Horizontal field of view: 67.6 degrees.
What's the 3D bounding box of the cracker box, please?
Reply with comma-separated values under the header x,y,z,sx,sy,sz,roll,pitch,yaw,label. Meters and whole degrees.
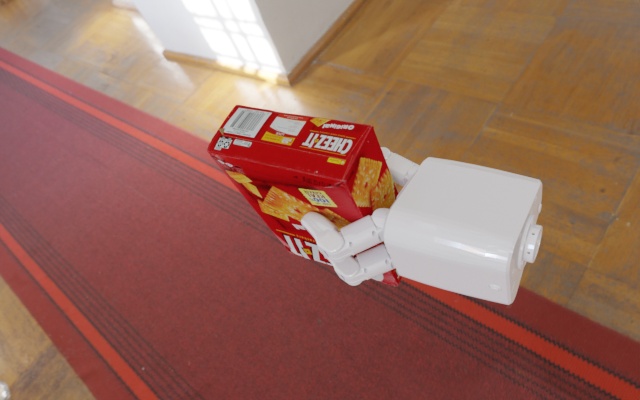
x,y,z,sx,sy,sz,roll,pitch,yaw,label
0.000,0.001,0.516,0.164,0.072,0.214,14,-27,31,cracker box
